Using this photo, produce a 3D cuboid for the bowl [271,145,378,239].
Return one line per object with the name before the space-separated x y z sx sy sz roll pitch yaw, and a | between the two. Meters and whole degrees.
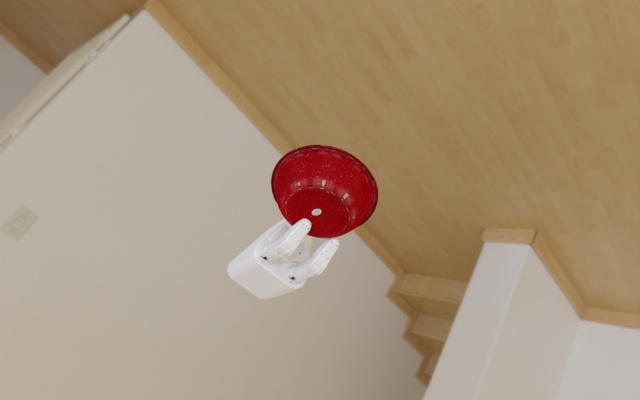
bowl | 0.001 0.002 0.684 0.162 0.162 0.055 0 38 14
